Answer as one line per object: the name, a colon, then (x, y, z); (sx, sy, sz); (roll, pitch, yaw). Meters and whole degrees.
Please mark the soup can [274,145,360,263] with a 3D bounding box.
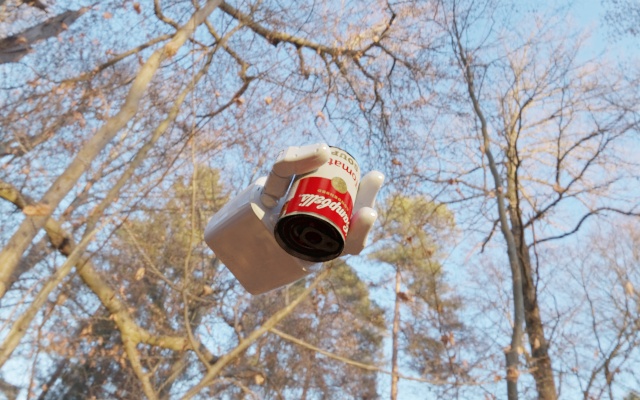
soup can: (0.000, 0.001, 0.477); (0.068, 0.069, 0.102); (0, 43, 17)
